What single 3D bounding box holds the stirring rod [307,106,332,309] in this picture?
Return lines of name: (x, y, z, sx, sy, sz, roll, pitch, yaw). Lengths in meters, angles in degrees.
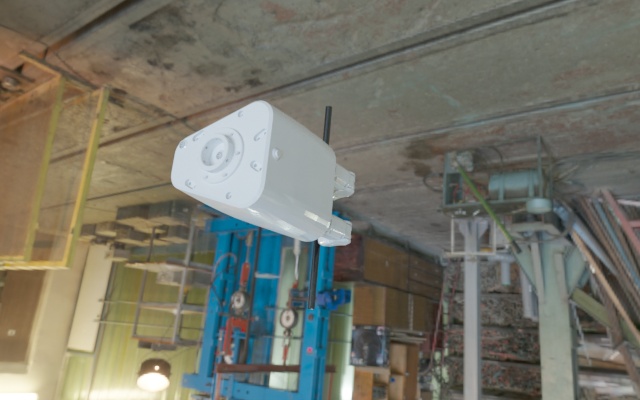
stirring rod: (0.000, 0.002, 0.547, 0.011, 0.239, 0.011, 5, -16, 1)
